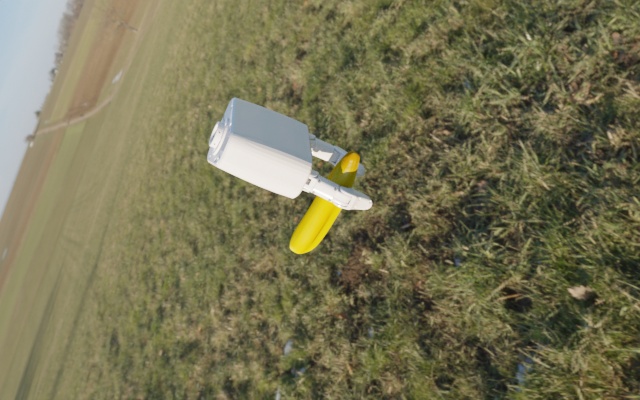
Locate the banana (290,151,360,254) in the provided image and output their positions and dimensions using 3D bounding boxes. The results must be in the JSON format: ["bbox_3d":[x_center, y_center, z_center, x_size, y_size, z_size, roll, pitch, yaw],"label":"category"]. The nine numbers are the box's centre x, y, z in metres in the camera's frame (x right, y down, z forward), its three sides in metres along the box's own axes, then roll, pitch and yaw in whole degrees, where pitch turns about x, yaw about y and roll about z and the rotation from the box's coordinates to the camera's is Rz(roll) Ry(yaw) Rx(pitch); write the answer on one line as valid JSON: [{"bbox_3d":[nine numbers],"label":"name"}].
[{"bbox_3d":[-0.002,0.017,0.653,0.037,0.069,0.198,21,-47,-15],"label":"banana"}]
